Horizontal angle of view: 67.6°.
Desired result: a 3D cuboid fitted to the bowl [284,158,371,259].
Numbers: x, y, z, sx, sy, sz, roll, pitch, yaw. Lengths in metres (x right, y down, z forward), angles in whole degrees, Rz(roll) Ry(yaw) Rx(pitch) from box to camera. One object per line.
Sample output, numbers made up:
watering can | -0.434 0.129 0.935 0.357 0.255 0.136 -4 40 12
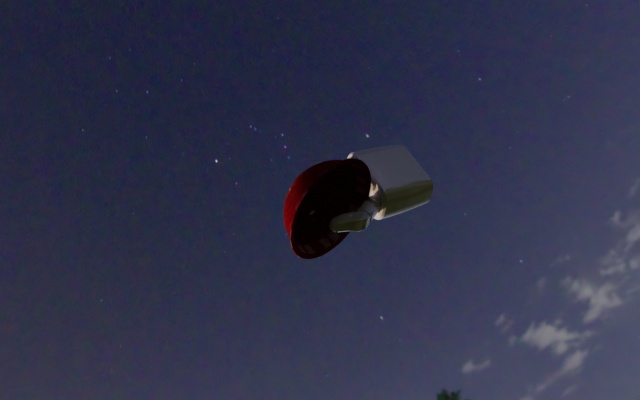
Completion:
bowl | -0.001 0.002 0.683 0.055 0.162 0.162 34 19 31
